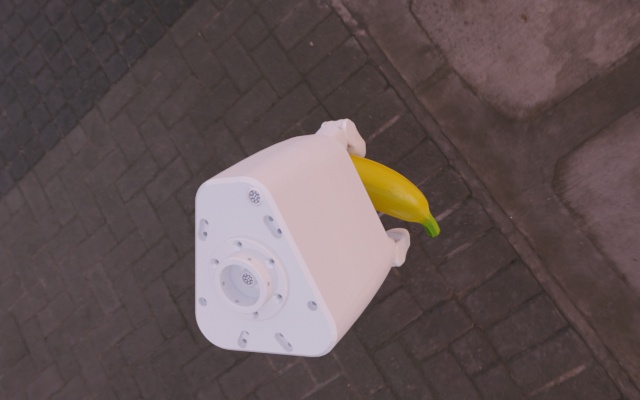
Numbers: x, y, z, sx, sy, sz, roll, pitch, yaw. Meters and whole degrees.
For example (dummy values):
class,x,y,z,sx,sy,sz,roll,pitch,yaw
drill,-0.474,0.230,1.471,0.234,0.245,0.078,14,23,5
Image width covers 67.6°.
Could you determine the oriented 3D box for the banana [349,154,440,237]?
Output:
class,x,y,z,sx,sy,sz,roll,pitch,yaw
banana,0.003,-0.012,0.400,0.198,0.070,0.037,14,42,16
